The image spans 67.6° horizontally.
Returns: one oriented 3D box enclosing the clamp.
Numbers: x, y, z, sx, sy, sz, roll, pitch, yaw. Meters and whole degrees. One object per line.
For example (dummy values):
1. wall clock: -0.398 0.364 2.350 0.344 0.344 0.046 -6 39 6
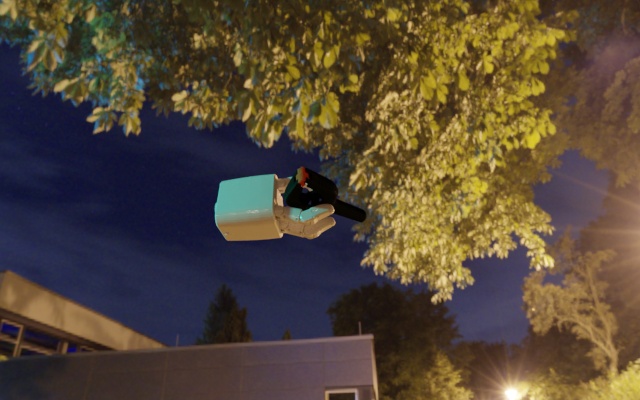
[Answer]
1. clamp: 0.000 0.002 0.859 0.164 0.036 0.210 -8 -28 2
